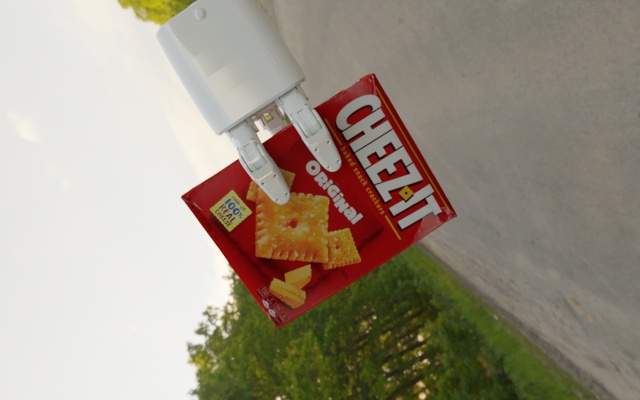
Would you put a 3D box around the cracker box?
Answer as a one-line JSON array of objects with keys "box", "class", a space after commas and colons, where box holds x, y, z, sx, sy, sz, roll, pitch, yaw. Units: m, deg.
[{"box": [0.000, 0.002, 0.476, 0.214, 0.164, 0.072, -33, 10, 2], "class": "cracker box"}]
